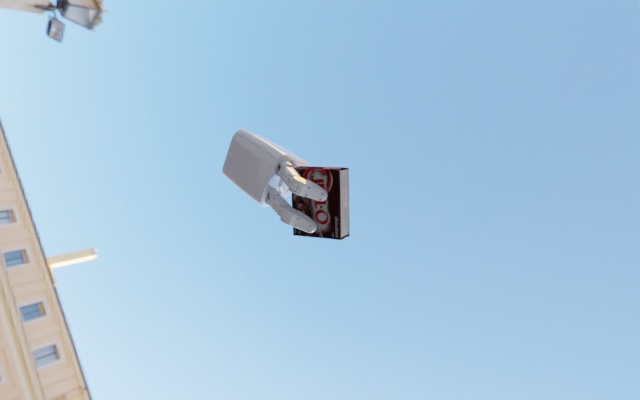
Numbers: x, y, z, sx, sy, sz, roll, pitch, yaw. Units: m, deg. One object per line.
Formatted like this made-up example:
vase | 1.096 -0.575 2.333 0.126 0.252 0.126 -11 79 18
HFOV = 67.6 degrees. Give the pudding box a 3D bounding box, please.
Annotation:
pudding box | 0.000 0.002 0.763 0.090 0.113 0.039 3 11 32
